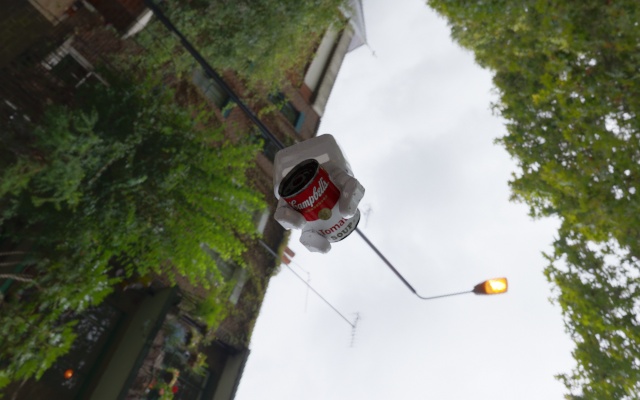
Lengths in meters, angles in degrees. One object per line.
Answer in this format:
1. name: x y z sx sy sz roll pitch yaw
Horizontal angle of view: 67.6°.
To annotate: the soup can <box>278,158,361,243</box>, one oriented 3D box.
1. soup can: 0.000 0.003 0.649 0.068 0.068 0.102 0 -40 51
